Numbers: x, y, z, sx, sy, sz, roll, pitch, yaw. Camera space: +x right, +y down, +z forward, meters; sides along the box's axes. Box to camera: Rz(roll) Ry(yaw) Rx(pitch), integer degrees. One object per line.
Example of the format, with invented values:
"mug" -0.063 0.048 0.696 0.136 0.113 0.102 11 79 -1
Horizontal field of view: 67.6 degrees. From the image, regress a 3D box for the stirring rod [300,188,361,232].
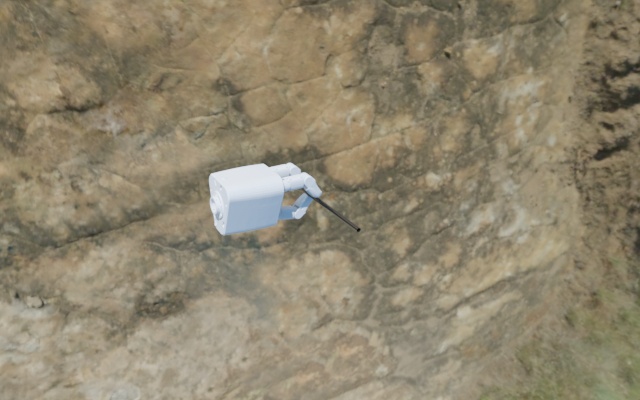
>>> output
"stirring rod" 0.000 0.003 0.894 0.011 0.011 0.239 0 23 -36
